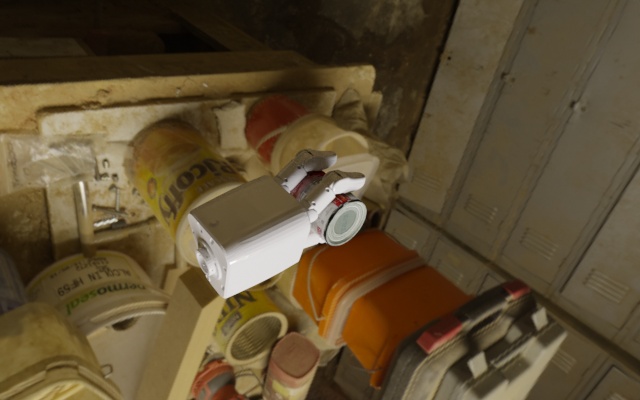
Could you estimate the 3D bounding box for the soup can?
[{"bbox_3d":[0.001,0.002,0.605,0.068,0.068,0.102,0,31,-47],"label":"soup can"}]
